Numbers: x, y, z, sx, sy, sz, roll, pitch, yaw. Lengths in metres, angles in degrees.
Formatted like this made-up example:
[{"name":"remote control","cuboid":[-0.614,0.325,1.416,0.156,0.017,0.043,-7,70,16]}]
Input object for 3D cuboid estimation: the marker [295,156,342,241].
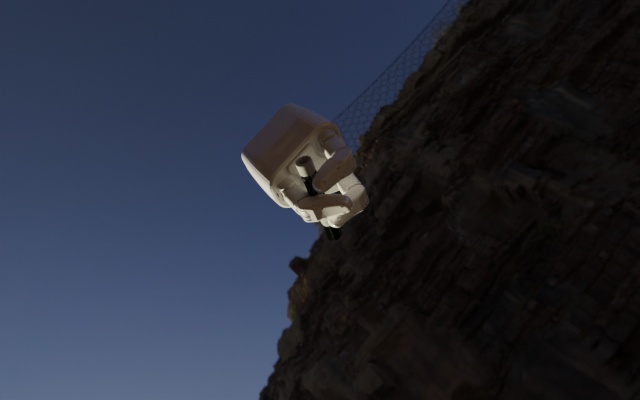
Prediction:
[{"name":"marker","cuboid":[0.000,0.002,0.546,0.020,0.121,0.020,-14,38,11]}]
